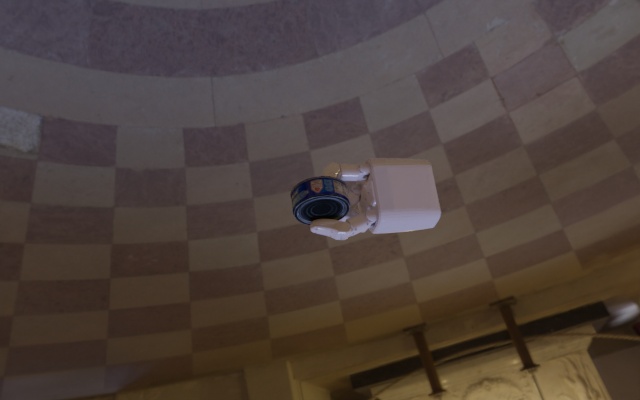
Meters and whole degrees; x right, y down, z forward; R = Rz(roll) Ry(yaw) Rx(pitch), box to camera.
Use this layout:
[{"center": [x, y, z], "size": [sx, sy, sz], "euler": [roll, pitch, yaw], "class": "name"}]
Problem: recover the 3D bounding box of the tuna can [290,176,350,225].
[{"center": [0.000, 0.003, 0.700], "size": [0.086, 0.033, 0.086], "euler": [-6, -32, -4], "class": "tuna can"}]
